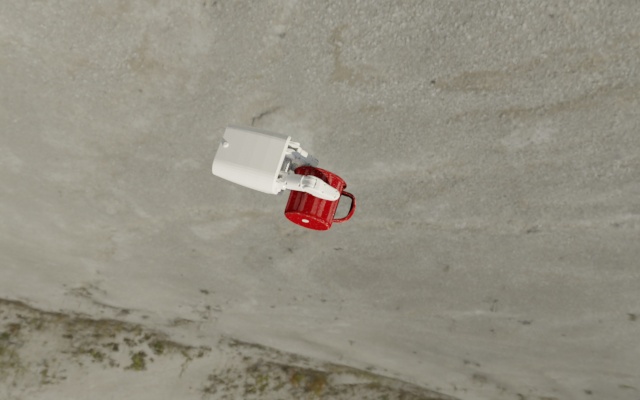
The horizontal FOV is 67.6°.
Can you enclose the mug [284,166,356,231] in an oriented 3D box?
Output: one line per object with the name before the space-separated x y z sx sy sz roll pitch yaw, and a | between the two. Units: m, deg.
mug | 0.001 0.003 0.792 0.117 0.081 0.093 15 -17 7
